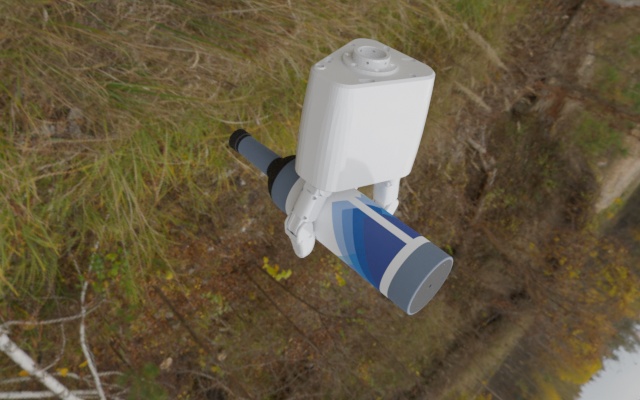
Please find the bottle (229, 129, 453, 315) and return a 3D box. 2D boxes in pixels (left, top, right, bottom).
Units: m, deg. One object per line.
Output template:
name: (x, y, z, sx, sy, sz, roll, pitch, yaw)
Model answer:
bottle: (0.000, 0.002, 0.511, 0.295, 0.069, 0.069, 37, 21, 30)
